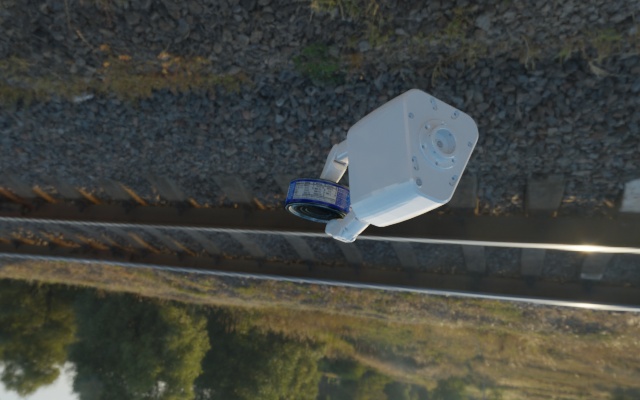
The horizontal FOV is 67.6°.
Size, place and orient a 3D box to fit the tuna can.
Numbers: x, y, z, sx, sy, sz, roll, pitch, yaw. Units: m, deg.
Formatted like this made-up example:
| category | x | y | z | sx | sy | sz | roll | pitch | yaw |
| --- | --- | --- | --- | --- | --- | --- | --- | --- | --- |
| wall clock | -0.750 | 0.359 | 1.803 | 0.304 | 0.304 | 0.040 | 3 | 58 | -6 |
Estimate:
| category | x | y | z | sx | sy | sz | roll | pitch | yaw |
| --- | --- | --- | --- | --- | --- | --- | --- | --- | --- |
| tuna can | 0.000 | 0.002 | 0.592 | 0.086 | 0.033 | 0.086 | 11 | -16 | 3 |
